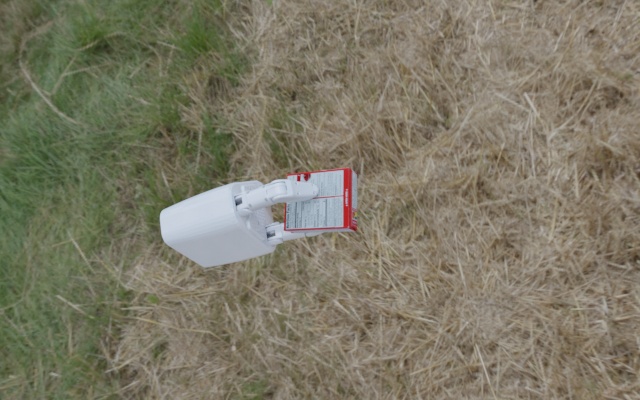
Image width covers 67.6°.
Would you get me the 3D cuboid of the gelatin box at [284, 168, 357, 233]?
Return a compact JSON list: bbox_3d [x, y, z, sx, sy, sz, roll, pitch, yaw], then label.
[{"bbox_3d":[0.000,0.002,0.584,0.089,0.073,0.030,-5,-13,24],"label":"gelatin box"}]
